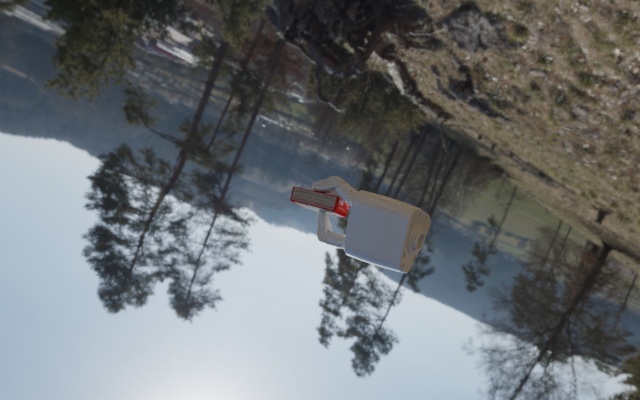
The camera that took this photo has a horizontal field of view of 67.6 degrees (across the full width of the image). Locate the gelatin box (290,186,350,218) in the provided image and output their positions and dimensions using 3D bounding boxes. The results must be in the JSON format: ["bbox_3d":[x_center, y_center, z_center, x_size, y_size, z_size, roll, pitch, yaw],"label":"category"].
[{"bbox_3d":[0.000,0.003,0.854,0.089,0.030,0.073,13,-6,20],"label":"gelatin box"}]
